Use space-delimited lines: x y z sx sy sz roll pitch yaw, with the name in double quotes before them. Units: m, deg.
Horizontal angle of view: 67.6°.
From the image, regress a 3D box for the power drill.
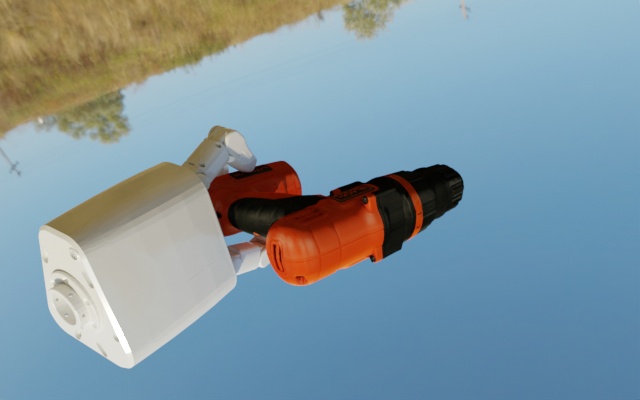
"power drill" 0.000 0.001 0.400 0.184 0.057 0.187 -18 17 -37
